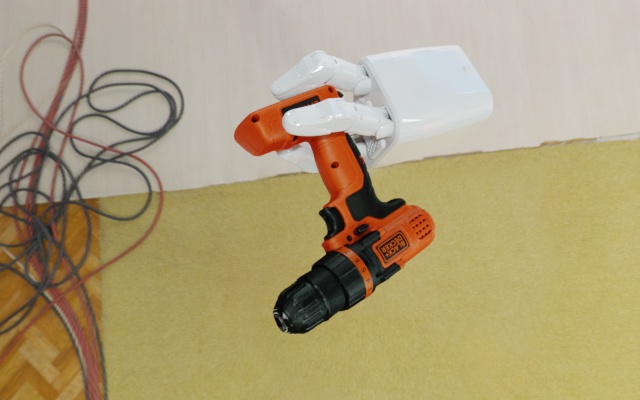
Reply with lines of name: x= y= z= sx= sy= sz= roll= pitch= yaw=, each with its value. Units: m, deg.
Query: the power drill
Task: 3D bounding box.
power drill: x=0.000 y=0.001 z=0.430 sx=0.184 sy=0.187 sz=0.057 roll=-29 pitch=-1 yaw=-34
